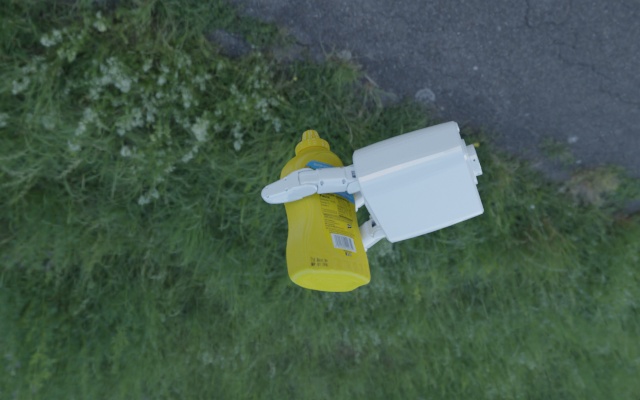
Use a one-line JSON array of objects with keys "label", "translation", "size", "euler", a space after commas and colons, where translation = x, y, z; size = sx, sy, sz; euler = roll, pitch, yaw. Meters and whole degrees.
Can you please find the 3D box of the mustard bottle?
[{"label": "mustard bottle", "translation": [0.000, 0.002, 0.537], "size": [0.096, 0.191, 0.058], "euler": [17, -36, -39]}]
